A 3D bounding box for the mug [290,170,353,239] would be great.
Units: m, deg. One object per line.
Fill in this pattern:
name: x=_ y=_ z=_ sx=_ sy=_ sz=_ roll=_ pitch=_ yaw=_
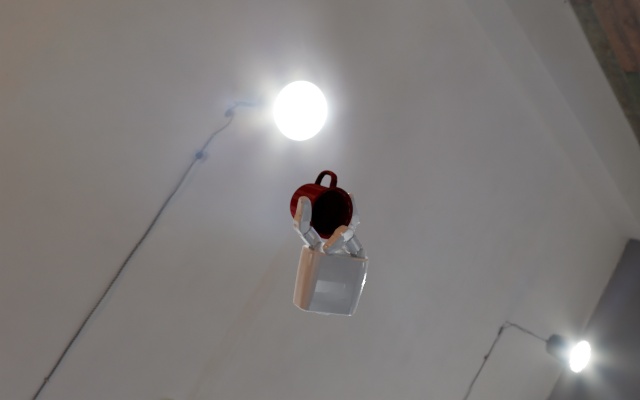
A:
mug: x=0.000 y=0.001 z=0.855 sx=0.093 sy=0.117 sz=0.081 roll=8 pitch=7 yaw=-34
